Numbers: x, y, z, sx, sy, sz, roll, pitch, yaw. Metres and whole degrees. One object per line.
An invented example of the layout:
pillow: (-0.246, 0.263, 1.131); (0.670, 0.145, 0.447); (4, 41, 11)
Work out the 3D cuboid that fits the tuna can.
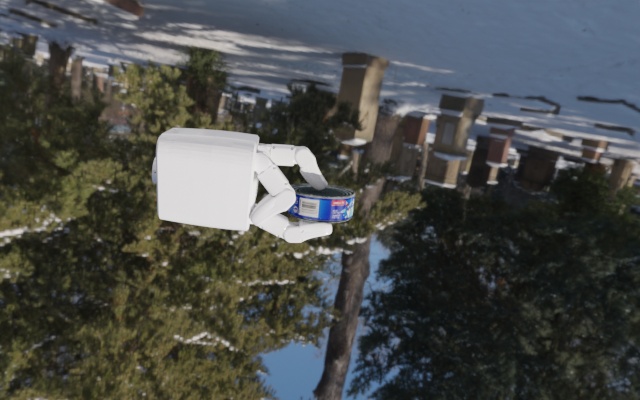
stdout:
tuna can: (0.000, 0.003, 0.607); (0.086, 0.034, 0.086); (5, 12, -1)
